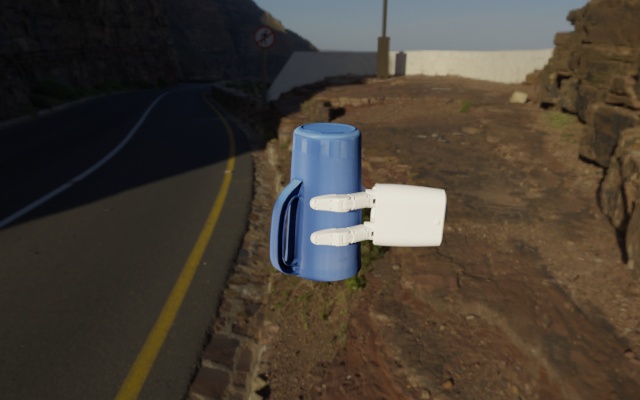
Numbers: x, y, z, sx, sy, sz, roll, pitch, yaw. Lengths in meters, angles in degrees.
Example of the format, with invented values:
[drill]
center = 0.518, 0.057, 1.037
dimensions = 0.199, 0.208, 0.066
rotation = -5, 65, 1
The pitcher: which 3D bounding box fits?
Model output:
[pitcher]
center = 0.000, 0.003, 0.780
dimensions = 0.145, 0.243, 0.149
rotation = 3, 18, 4
